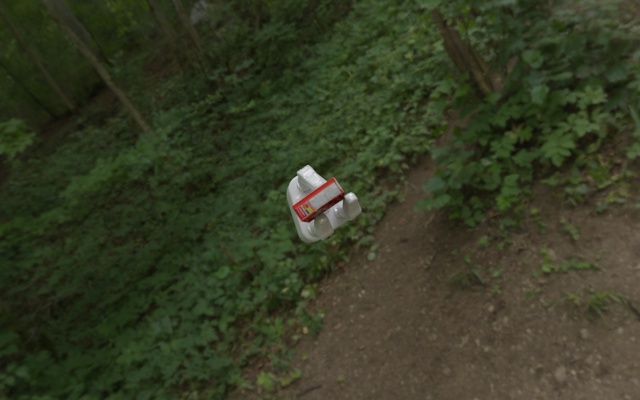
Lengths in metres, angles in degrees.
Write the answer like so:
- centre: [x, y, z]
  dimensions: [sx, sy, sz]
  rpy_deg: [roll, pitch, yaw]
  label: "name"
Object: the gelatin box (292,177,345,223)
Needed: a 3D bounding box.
- centre: [0.000, 0.002, 0.710]
  dimensions: [0.073, 0.030, 0.089]
  rpy_deg: [-34, -7, 2]
  label: "gelatin box"
